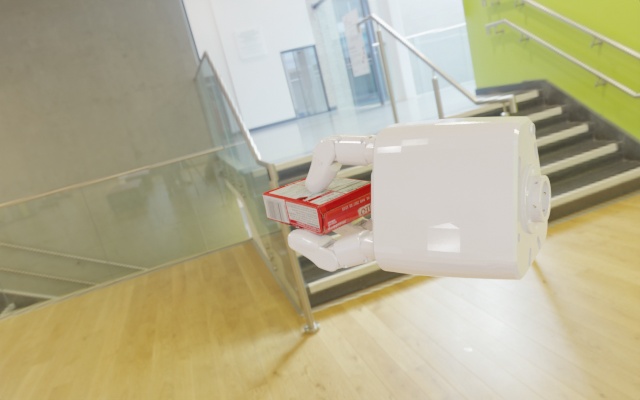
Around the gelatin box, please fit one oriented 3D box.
[{"bbox_3d":[0.000,0.001,0.457,0.073,0.030,0.089,-22,22,-36],"label":"gelatin box"}]
